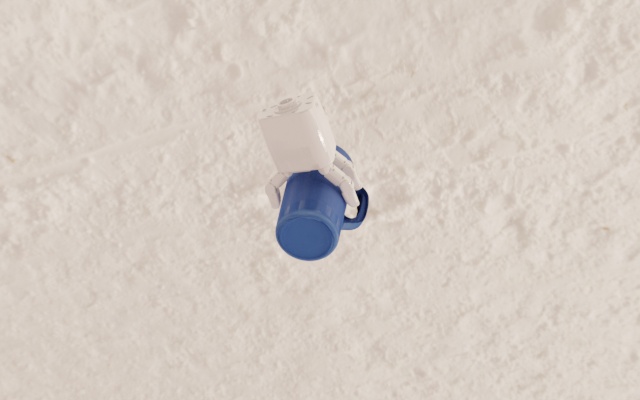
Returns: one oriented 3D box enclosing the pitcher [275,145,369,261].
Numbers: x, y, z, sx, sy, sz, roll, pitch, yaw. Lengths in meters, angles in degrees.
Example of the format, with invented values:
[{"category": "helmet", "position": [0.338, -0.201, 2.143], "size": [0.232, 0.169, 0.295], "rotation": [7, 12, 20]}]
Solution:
[{"category": "pitcher", "position": [0.000, 0.003, 0.889], "size": [0.149, 0.145, 0.242], "rotation": [-13, 30, 15]}]
